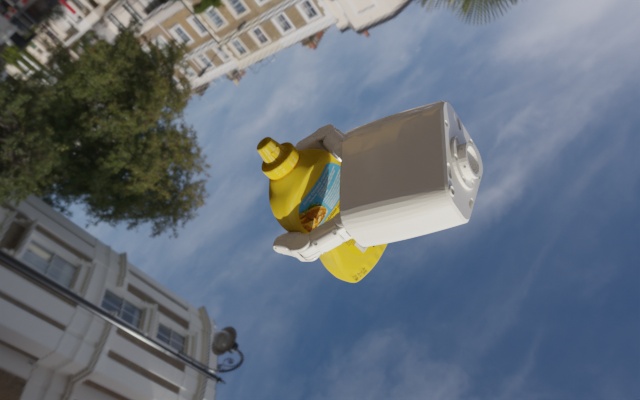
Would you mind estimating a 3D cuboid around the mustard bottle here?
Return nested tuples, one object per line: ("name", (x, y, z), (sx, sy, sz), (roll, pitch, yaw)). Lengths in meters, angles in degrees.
("mustard bottle", (0.000, 0.002, 0.519), (0.058, 0.096, 0.192), (10, -30, 51))
